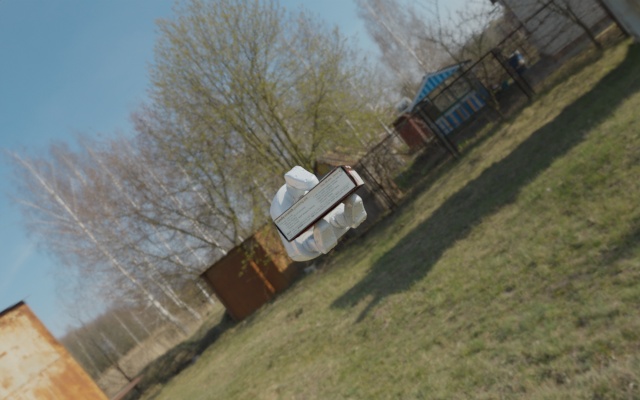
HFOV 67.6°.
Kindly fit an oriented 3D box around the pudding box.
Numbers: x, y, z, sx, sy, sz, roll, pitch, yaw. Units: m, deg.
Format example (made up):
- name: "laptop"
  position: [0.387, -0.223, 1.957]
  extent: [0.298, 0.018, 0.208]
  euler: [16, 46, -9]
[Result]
- name: "pudding box"
  position: [0.000, 0.002, 0.610]
  extent: [0.113, 0.039, 0.090]
  euler: [-42, -2, 10]
